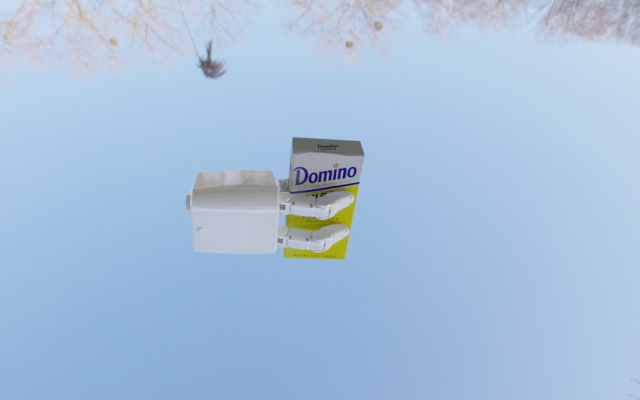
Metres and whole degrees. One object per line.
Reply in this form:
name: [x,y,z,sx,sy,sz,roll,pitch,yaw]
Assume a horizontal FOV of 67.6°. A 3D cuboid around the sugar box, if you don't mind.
sugar box: [0.000,0.003,0.652,0.093,0.176,0.048,2,37,-8]
